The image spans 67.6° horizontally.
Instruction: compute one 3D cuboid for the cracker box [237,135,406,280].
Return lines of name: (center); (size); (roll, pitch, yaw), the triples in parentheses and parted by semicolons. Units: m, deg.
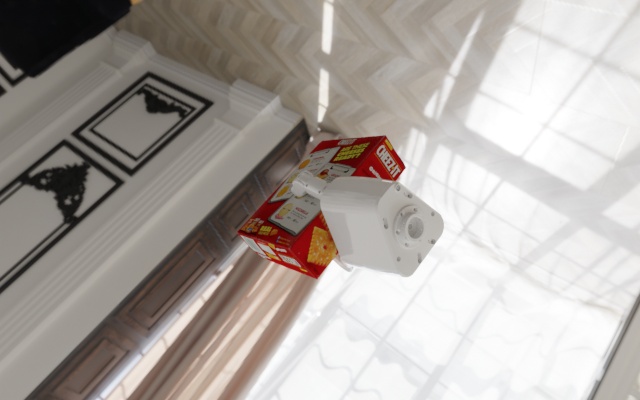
cracker box: (0.000, 0.002, 0.702); (0.213, 0.072, 0.164); (-49, 27, -21)
